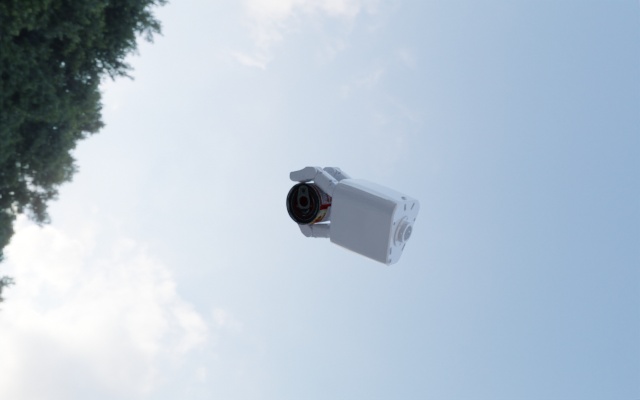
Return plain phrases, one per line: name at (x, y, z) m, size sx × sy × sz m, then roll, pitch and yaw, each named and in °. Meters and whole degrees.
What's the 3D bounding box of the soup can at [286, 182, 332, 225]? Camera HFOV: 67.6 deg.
soup can at (0.000, 0.003, 0.798) m, size 0.068 × 0.068 × 0.102 m, roll 0°, pitch 3°, yaw 35°
